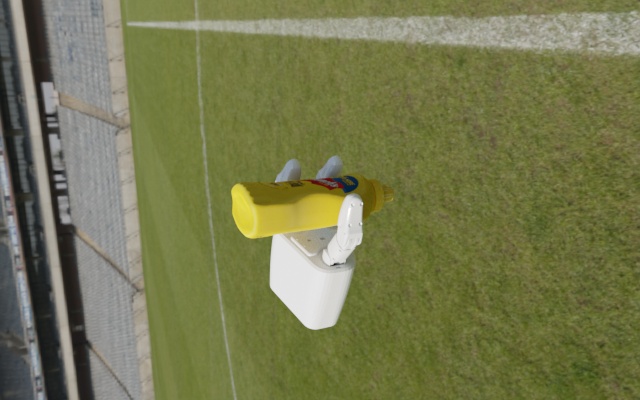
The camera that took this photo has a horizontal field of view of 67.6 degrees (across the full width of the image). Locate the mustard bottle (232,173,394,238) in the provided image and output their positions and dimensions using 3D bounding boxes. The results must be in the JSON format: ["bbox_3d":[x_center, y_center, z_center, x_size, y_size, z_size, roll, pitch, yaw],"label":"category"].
[{"bbox_3d":[0.000,0.002,0.557,0.191,0.058,0.096,-6,13,-23],"label":"mustard bottle"}]
